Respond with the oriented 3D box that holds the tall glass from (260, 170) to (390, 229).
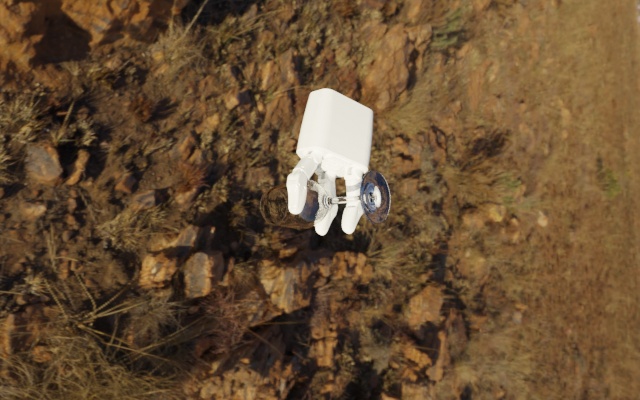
[{"bbox_3d":[0.001,0.002,0.718,0.201,0.079,0.079,-6,-4,39],"label":"tall glass"}]
